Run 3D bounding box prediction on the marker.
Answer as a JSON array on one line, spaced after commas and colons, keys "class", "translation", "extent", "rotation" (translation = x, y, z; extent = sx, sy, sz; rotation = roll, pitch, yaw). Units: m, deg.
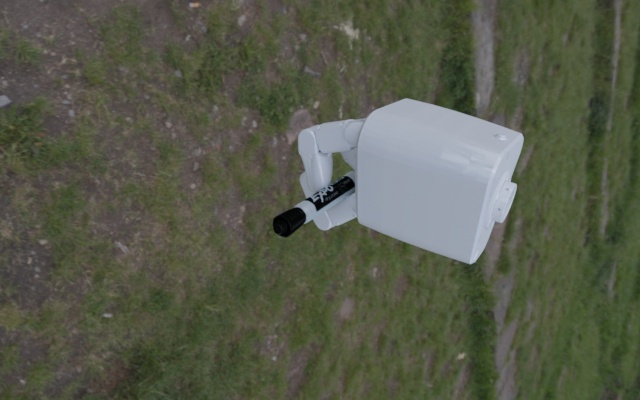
[{"class": "marker", "translation": [0.000, 0.001, 0.412], "extent": [0.020, 0.020, 0.121], "rotation": [0, 20, 36]}]
